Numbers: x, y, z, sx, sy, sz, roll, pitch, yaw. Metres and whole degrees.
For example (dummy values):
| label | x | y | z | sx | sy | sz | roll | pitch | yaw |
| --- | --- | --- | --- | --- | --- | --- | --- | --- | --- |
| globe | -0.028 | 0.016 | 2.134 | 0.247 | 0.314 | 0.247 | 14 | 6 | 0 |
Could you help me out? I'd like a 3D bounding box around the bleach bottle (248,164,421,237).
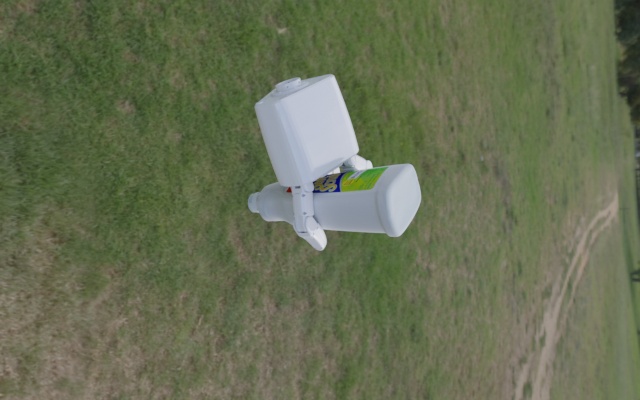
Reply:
| label | x | y | z | sx | sy | sz | roll | pitch | yaw |
| --- | --- | --- | --- | --- | --- | --- | --- | --- | --- |
| bleach bottle | 0.000 | 0.002 | 0.643 | 0.251 | 0.068 | 0.102 | -3 | 27 | 34 |
